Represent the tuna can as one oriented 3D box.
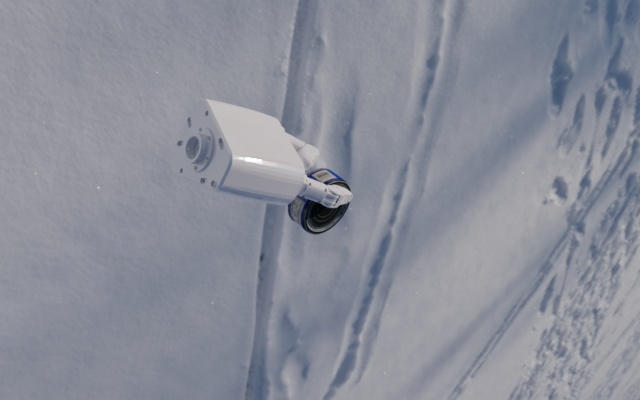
[{"bbox_3d":[0.001,0.002,0.635,0.086,0.086,0.033,0,30,-48],"label":"tuna can"}]
